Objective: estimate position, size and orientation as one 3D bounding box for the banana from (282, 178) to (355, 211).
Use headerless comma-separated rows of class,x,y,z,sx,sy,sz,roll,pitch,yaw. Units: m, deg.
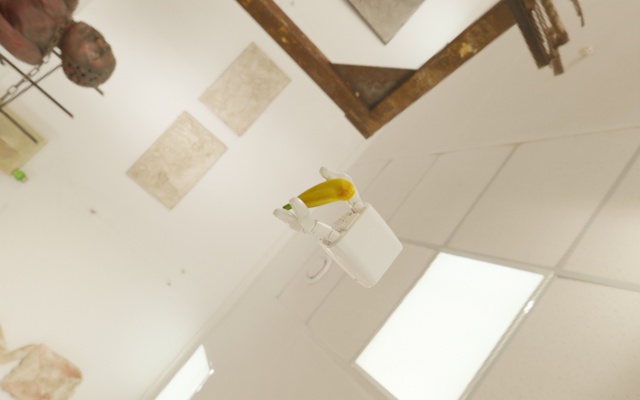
banana,0.010,-0.008,0.799,0.069,0.037,0.198,-43,14,-30
